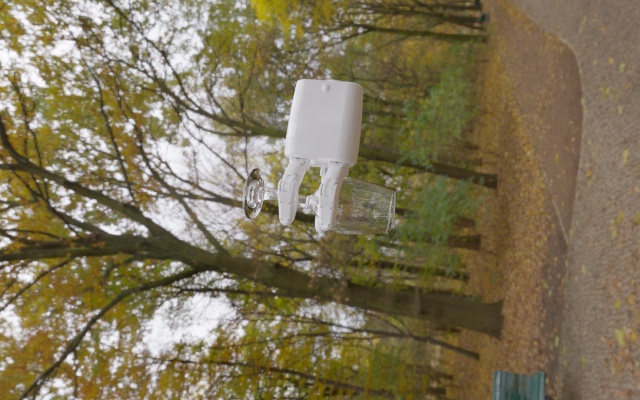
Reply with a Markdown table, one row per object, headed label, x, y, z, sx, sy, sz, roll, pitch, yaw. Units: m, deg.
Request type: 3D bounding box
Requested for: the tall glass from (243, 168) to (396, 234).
| label | x | y | z | sx | sy | sz | roll | pitch | yaw |
| --- | --- | --- | --- | --- | --- | --- | --- | --- | --- |
| tall glass | -0.001 | 0.002 | 0.659 | 0.201 | 0.079 | 0.079 | 7 | 2 | 14 |
